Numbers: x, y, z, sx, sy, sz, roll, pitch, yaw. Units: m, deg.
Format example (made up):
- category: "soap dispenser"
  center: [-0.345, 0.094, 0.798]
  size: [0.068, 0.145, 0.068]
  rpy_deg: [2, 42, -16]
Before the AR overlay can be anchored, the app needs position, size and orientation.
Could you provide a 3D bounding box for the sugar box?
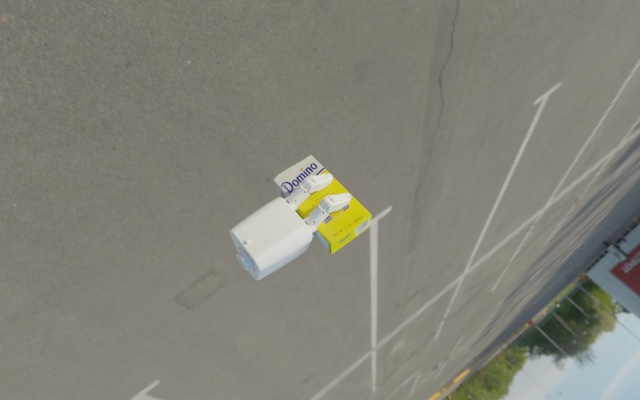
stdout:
- category: "sugar box"
  center: [0.000, 0.003, 0.855]
  size: [0.093, 0.176, 0.048]
  rpy_deg: [-34, -27, -19]
